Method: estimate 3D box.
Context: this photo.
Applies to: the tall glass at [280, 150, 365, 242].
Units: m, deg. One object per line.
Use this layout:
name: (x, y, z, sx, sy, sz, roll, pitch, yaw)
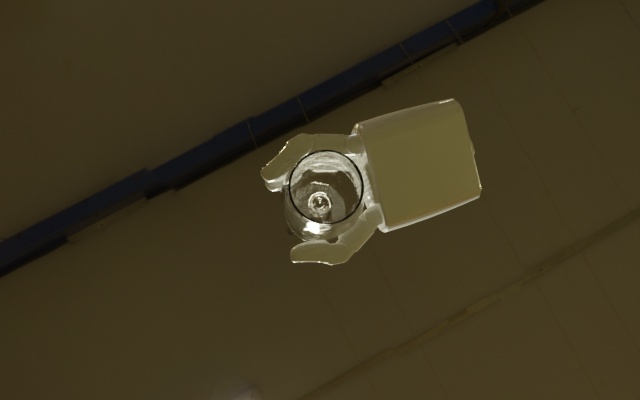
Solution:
tall glass: (0.000, 0.002, 0.483, 0.079, 0.079, 0.201, 0, -7, -2)
